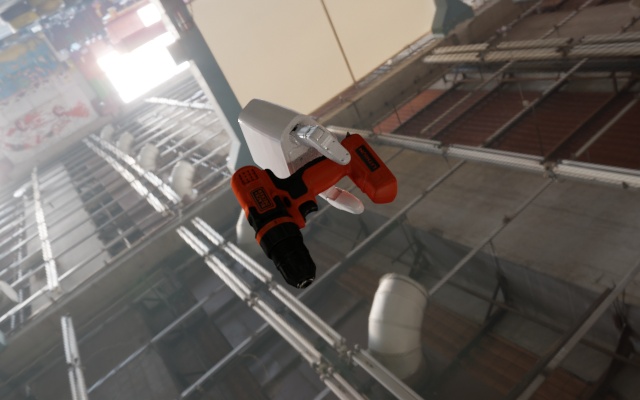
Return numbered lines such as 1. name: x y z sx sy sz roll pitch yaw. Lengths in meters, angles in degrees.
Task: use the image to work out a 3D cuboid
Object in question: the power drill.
1. power drill: 0.000 0.002 0.604 0.187 0.184 0.057 -24 -30 -16
